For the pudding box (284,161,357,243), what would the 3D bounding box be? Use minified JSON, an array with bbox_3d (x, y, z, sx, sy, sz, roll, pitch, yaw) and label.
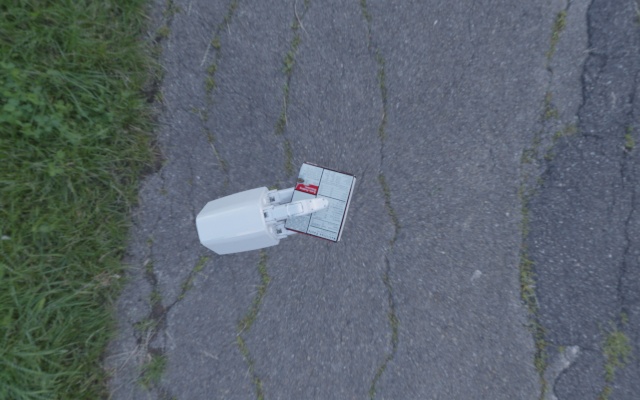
[{"bbox_3d":[0.000,0.002,0.758,0.090,0.113,0.039,15,2,6],"label":"pudding box"}]
